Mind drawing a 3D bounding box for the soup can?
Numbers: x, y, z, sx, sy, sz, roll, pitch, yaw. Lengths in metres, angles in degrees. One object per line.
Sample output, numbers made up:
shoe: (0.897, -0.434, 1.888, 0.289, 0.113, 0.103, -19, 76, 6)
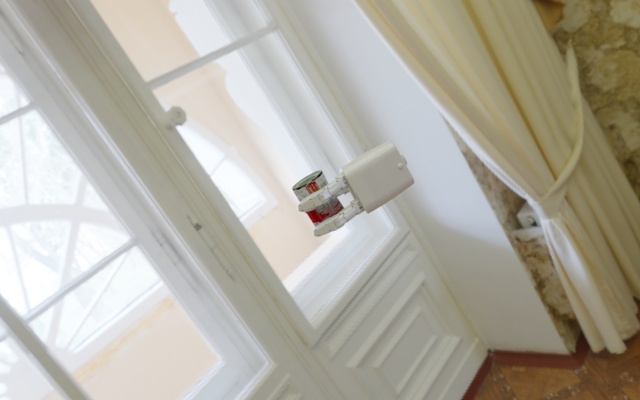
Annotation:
soup can: (0.000, 0.003, 0.893, 0.068, 0.102, 0.068, -30, 14, 8)
